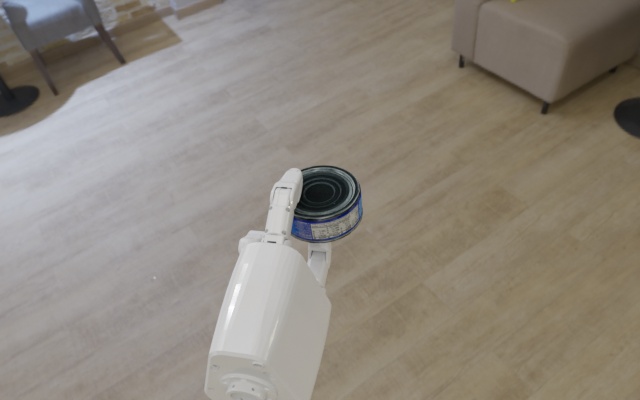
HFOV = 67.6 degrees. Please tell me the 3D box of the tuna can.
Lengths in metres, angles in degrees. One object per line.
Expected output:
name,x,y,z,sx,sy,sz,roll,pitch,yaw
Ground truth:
tuna can,0.000,0.001,0.490,0.086,0.034,0.086,-5,42,4
